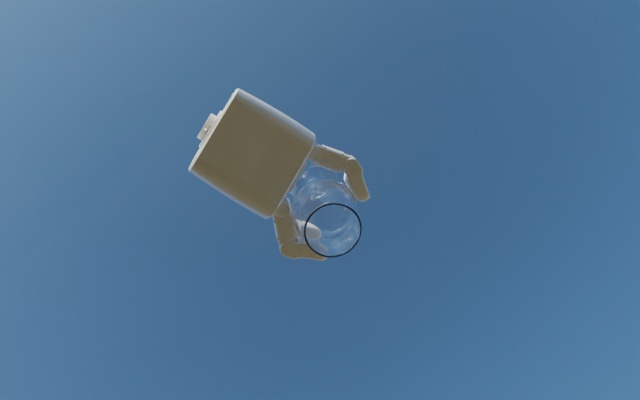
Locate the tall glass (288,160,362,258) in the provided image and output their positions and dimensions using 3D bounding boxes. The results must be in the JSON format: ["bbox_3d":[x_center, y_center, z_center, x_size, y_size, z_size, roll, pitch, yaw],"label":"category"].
[{"bbox_3d":[0.000,0.002,0.593,0.079,0.079,0.201,0,18,-8],"label":"tall glass"}]
